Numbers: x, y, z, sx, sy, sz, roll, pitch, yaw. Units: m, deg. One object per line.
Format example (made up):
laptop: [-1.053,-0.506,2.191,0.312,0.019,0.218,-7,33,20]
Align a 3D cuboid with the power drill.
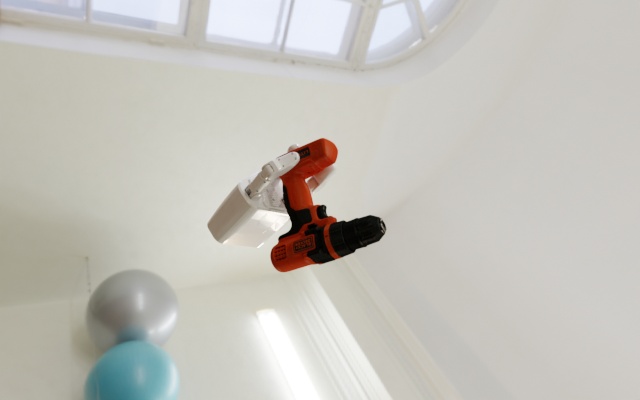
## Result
power drill: [0.000,0.002,0.721,0.184,0.187,0.057,-20,-30,22]
